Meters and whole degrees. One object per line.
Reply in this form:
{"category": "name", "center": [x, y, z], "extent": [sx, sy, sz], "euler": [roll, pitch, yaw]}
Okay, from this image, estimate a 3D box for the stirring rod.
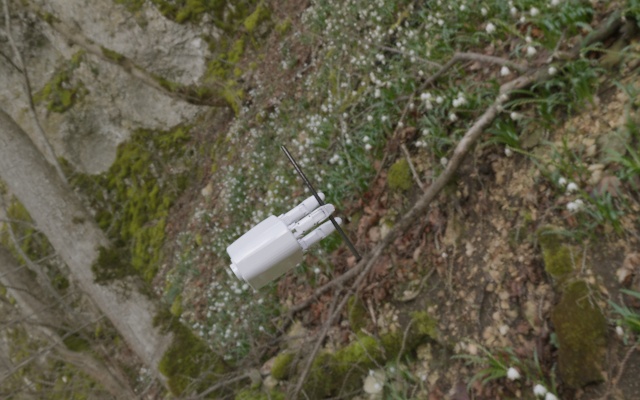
{"category": "stirring rod", "center": [0.000, 0.003, 0.848], "extent": [0.011, 0.239, 0.011], "euler": [-34, -2, -1]}
